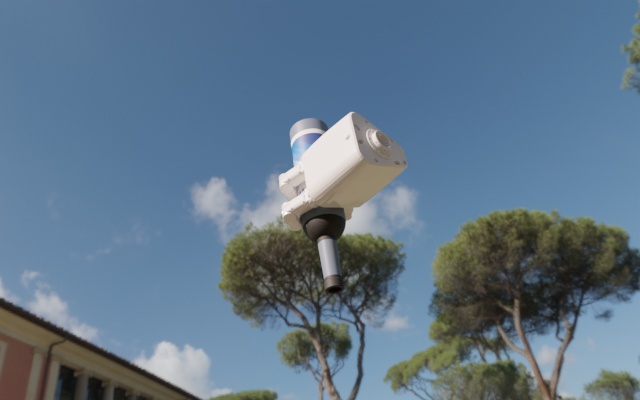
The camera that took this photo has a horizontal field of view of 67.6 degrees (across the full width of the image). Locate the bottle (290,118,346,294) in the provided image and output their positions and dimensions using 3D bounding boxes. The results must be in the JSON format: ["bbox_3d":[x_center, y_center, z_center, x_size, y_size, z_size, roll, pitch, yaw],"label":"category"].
[{"bbox_3d":[0.000,0.002,0.734,0.069,0.295,0.069,-6,-34,-4],"label":"bottle"}]
